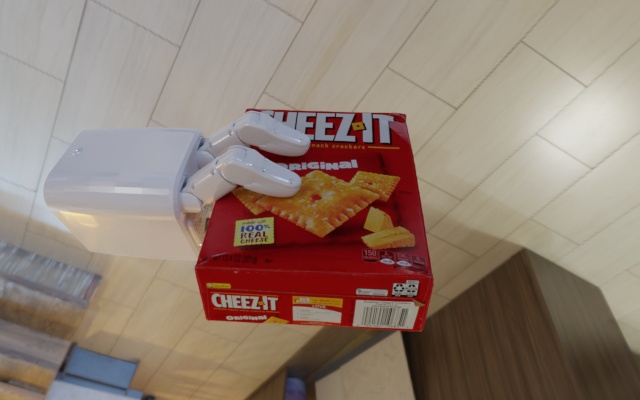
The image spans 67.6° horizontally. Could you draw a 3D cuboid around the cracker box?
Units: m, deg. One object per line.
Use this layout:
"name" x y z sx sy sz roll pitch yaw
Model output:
"cracker box" 0.000 0.002 0.412 0.164 0.072 0.213 3 42 1
